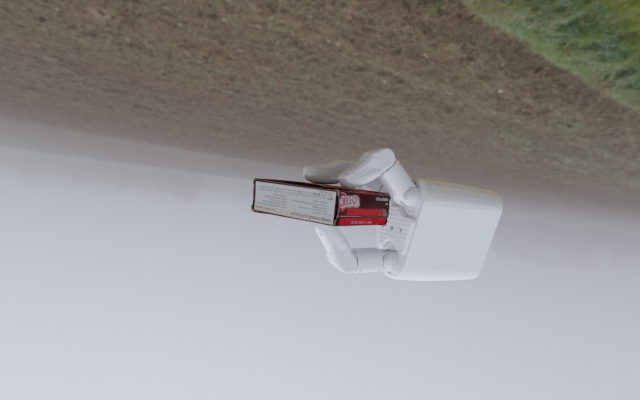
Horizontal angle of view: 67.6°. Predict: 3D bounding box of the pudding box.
[{"bbox_3d":[0.000,0.002,0.484,0.113,0.039,0.090,6,1,39],"label":"pudding box"}]
